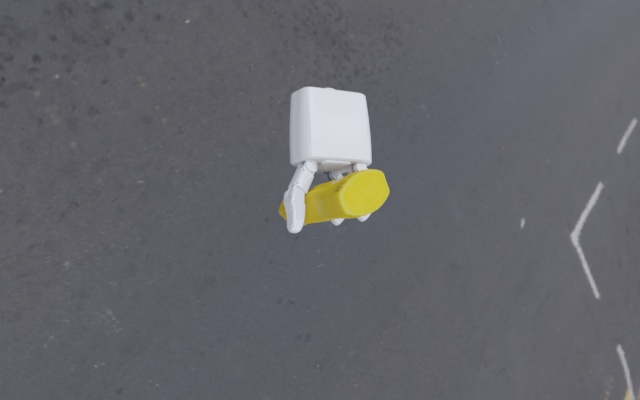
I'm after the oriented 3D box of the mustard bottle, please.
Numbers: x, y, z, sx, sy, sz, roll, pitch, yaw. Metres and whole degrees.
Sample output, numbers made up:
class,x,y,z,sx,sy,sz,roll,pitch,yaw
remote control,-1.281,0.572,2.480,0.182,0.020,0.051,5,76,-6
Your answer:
class,x,y,z,sx,sy,sz,roll,pitch,yaw
mustard bottle,0.000,0.003,0.691,0.096,0.058,0.191,-28,10,-40
